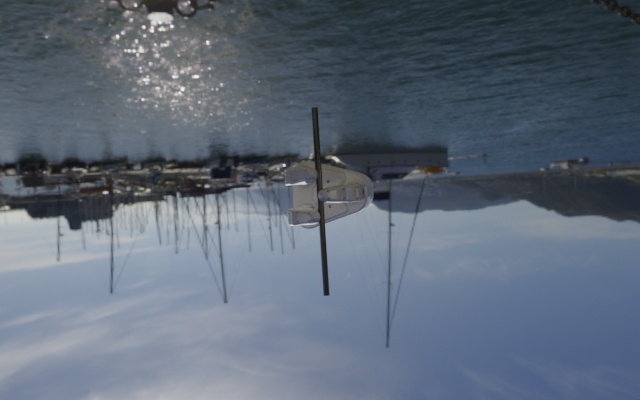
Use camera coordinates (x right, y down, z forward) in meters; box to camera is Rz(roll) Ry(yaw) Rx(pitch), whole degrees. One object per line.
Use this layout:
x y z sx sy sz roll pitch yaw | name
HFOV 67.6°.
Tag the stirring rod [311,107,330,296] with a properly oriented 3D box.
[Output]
0.000 0.002 0.611 0.011 0.239 0.011 -4 2 0 | stirring rod
